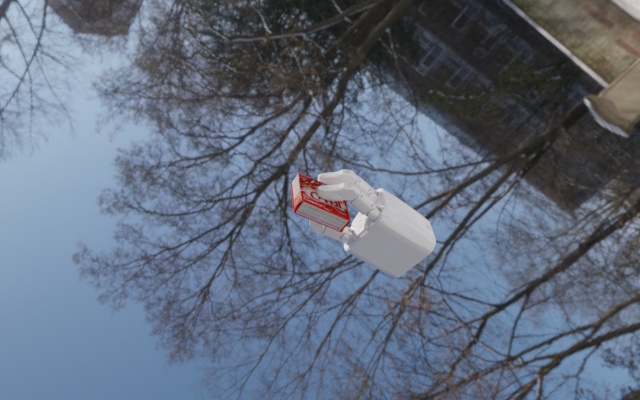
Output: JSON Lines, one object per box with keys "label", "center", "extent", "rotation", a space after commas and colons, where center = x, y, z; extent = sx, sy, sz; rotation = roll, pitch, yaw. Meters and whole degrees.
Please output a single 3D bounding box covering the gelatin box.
{"label": "gelatin box", "center": [0.000, 0.003, 0.739], "extent": [0.089, 0.030, 0.073], "rotation": [23, 32, -23]}
